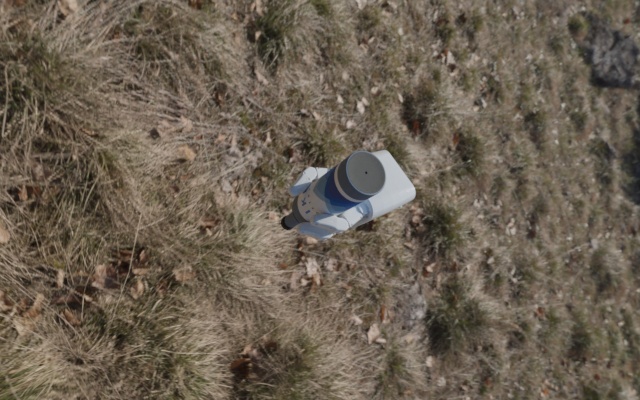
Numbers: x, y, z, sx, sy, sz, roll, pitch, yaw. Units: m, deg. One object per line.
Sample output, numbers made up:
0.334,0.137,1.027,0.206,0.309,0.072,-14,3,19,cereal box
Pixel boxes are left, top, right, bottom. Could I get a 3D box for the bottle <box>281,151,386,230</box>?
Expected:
0.000,0.003,0.788,0.069,0.069,0.296,0,-16,-27,bottle
